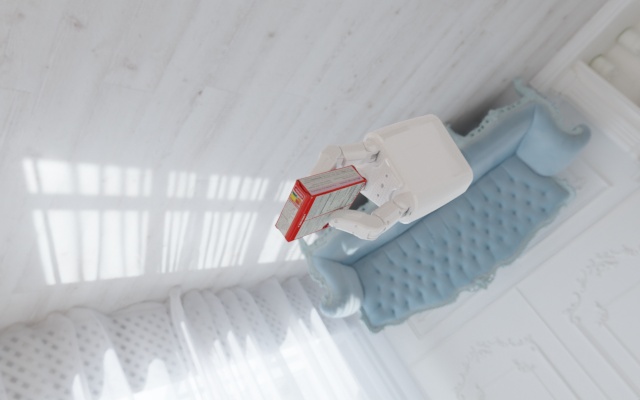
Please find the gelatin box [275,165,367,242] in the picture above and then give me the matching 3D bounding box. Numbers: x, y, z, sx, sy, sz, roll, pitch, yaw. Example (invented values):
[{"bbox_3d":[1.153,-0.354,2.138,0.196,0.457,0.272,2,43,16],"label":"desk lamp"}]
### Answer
[{"bbox_3d":[0.000,0.002,0.528,0.089,0.030,0.073,-19,-31,-42],"label":"gelatin box"}]
